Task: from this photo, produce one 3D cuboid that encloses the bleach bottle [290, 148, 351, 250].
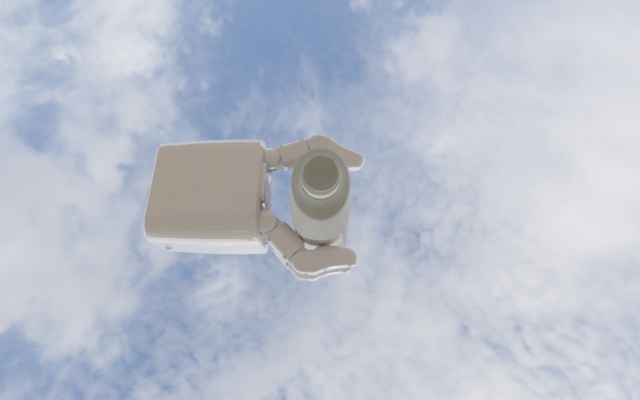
[{"bbox_3d":[0.000,0.002,0.488,0.068,0.102,0.251,0,-14,0],"label":"bleach bottle"}]
